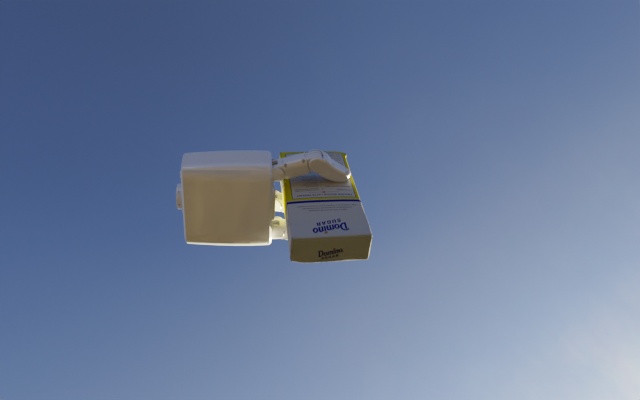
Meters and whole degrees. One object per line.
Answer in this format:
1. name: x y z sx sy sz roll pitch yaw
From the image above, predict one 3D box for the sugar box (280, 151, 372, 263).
1. sugar box: 0.000 0.002 0.598 0.093 0.048 0.176 -2 40 -8
